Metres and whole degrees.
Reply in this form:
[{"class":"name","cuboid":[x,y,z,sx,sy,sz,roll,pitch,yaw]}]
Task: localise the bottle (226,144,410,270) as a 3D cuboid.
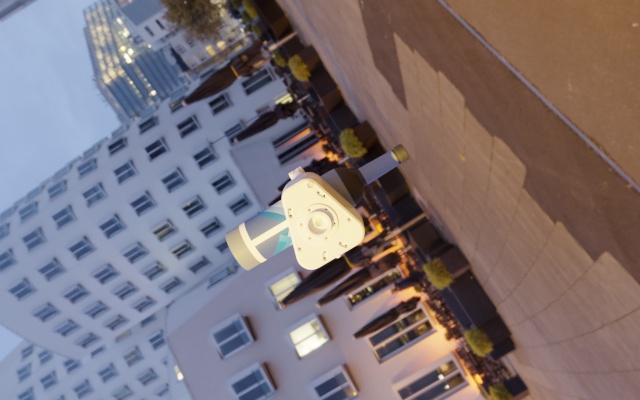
[{"class":"bottle","cuboid":[0.000,0.002,0.720,0.296,0.069,0.069,-31,-2,3]}]
